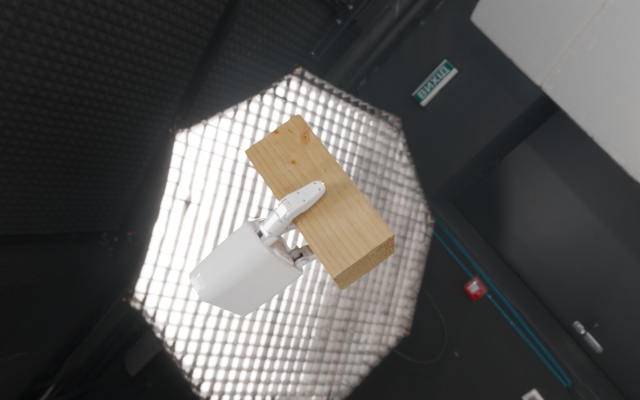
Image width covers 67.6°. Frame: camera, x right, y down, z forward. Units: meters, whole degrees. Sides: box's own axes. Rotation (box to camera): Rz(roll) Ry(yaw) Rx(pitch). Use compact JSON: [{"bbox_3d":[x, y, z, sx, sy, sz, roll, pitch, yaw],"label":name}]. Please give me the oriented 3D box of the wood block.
[{"bbox_3d":[0.000,0.002,0.623,0.090,0.206,0.091,-35,-21,-4],"label":"wood block"}]
